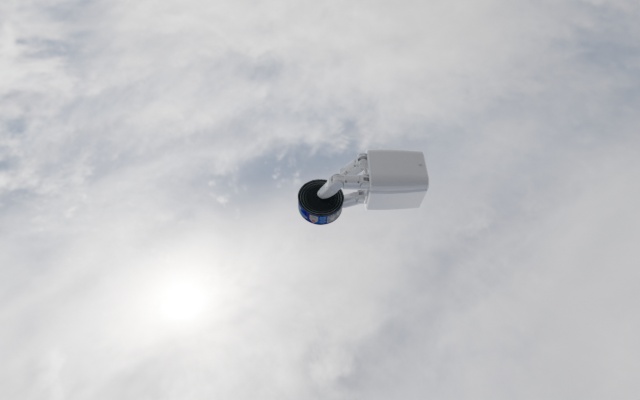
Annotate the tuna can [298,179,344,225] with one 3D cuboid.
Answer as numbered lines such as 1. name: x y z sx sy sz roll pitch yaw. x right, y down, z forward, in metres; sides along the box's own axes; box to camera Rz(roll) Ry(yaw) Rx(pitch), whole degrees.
1. tuna can: 0.000 0.003 0.890 0.086 0.086 0.034 0 -38 -3
